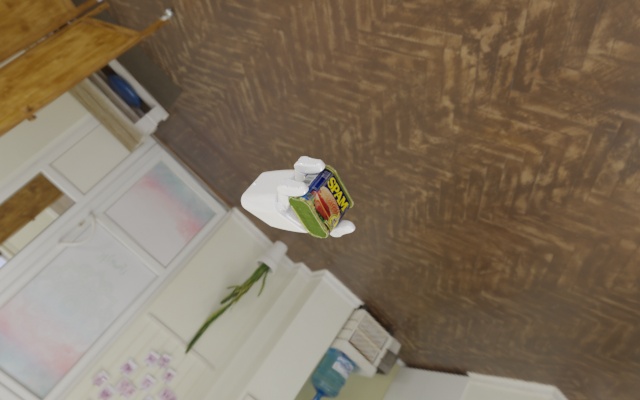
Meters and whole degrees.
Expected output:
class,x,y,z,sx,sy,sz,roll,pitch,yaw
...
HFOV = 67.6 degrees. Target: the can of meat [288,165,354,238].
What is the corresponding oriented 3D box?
class,x,y,z,sx,sy,sz,roll,pitch,yaw
can of meat,0.000,0.003,0.826,0.057,0.102,0.084,7,49,43
